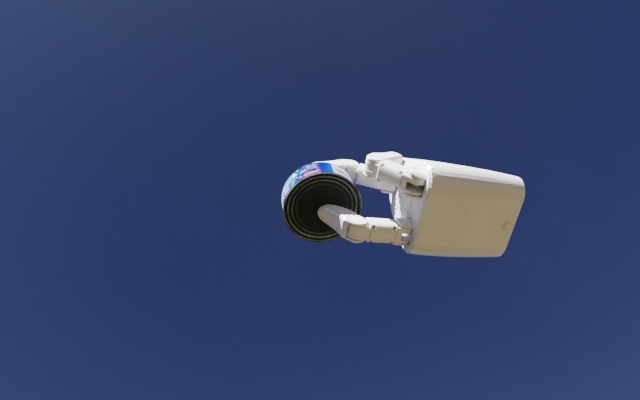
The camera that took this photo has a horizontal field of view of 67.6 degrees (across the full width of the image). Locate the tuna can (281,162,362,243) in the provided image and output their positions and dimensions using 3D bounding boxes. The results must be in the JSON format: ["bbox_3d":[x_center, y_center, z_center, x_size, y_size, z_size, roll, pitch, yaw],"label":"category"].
[{"bbox_3d":[0.000,0.001,0.526,0.086,0.086,0.033,0,28,-11],"label":"tuna can"}]
